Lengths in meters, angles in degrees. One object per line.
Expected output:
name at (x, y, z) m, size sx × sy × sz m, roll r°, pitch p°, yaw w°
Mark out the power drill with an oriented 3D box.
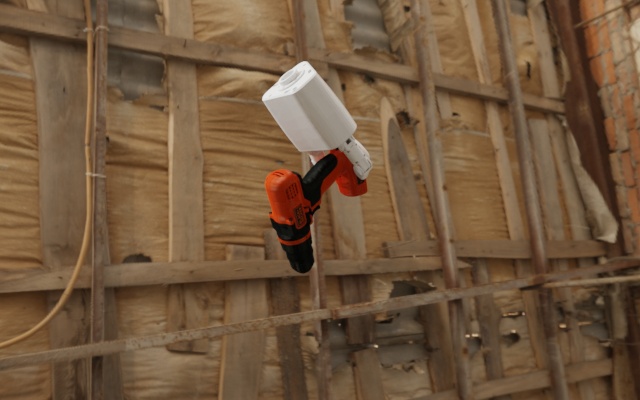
power drill at (0.000, 0.002, 0.763) m, size 0.057 × 0.185 × 0.187 m, roll 18°, pitch 44°, yaw 36°
